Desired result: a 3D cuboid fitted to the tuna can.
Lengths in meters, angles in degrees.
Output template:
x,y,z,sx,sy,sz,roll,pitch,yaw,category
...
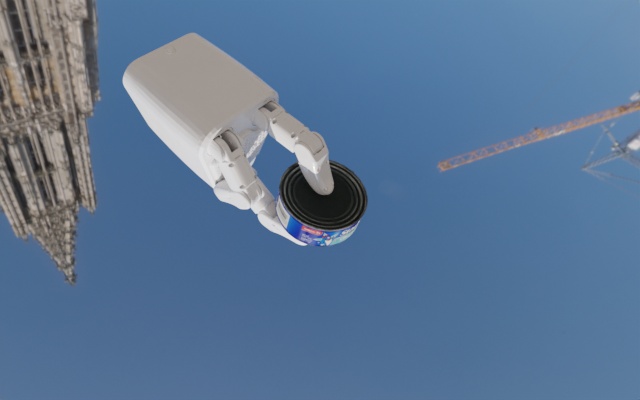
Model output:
x,y,z,sx,sy,sz,roll,pitch,yaw,category
0.000,0.002,0.464,0.086,0.086,0.034,0,-36,-16,tuna can
